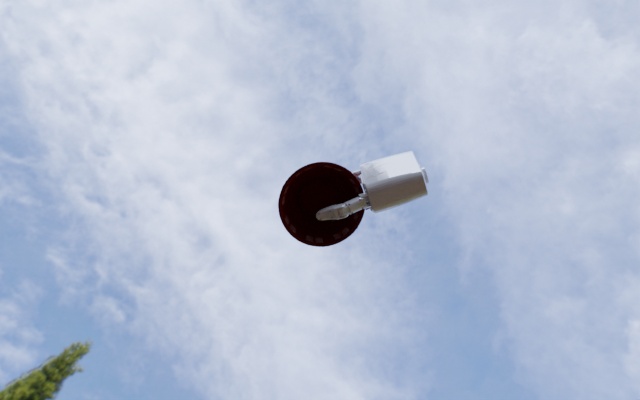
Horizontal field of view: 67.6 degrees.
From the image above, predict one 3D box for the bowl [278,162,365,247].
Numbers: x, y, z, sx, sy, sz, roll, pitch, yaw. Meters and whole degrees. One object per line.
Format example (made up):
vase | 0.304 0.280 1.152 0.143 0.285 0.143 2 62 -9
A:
bowl | -0.001 0.003 0.899 0.162 0.162 0.055 0 14 -8
